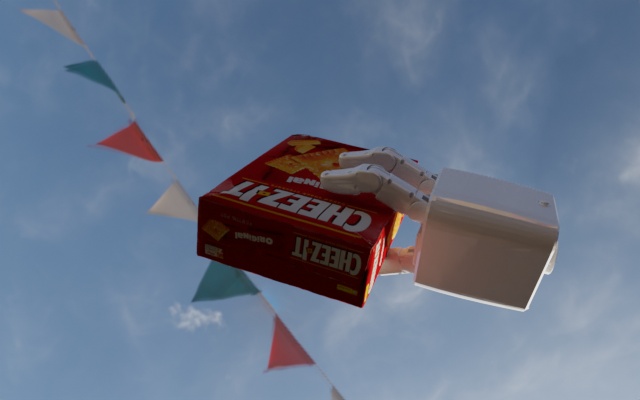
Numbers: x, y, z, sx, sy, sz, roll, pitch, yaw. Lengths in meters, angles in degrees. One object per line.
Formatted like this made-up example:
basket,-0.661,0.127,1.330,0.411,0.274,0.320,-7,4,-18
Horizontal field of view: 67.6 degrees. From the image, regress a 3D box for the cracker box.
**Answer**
cracker box,0.000,0.002,0.497,0.164,0.072,0.213,14,27,15
